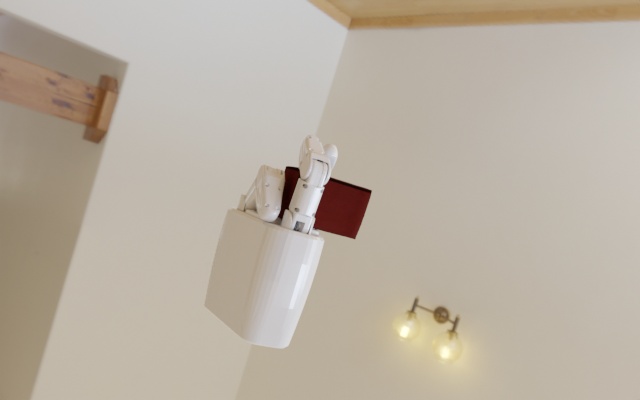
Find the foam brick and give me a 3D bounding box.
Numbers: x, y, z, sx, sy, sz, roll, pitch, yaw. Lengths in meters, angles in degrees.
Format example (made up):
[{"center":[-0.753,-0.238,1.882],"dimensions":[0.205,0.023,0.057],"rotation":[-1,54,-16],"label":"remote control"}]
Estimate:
[{"center":[0.000,0.002,0.473],"dimensions":[0.078,0.051,0.053],"rotation":[16,0,-21],"label":"foam brick"}]
